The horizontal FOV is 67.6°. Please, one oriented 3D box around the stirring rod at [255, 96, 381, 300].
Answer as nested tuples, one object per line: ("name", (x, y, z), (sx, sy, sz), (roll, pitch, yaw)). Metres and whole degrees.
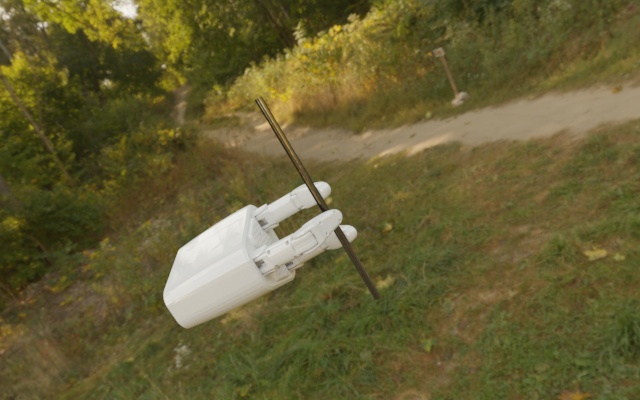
("stirring rod", (0.000, 0.002, 0.487), (0.011, 0.239, 0.011), (-30, 9, 5))
